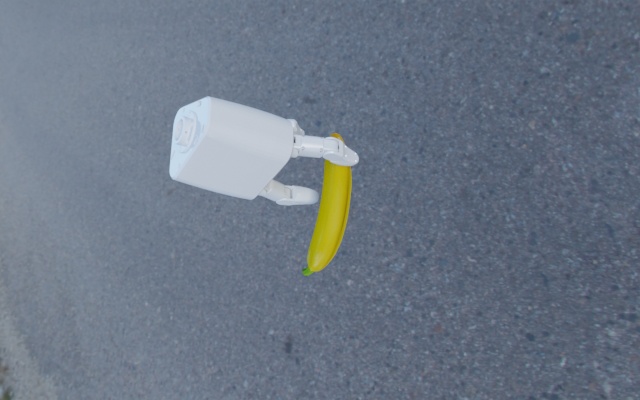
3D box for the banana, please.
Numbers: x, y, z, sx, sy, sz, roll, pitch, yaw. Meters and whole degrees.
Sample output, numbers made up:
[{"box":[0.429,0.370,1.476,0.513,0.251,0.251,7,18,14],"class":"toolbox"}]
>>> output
[{"box":[0.010,0.008,0.621,0.037,0.198,0.069,13,1,-36],"class":"banana"}]
